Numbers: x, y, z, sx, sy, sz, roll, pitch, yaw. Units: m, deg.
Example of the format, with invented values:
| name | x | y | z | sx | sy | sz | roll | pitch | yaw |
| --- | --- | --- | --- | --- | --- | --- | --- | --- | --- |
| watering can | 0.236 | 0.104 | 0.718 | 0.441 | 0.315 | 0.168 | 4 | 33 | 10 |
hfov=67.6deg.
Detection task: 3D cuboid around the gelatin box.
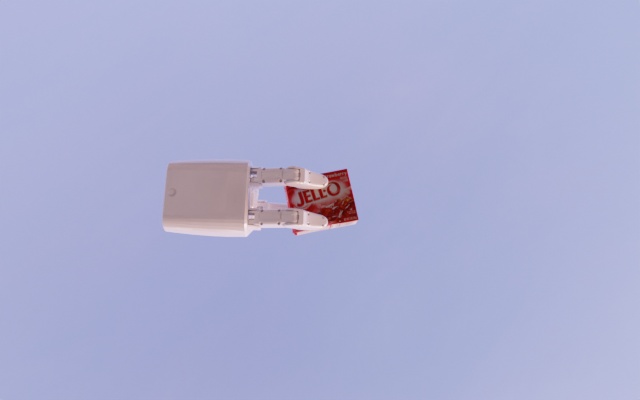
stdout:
| name | x | y | z | sx | sy | sz | roll | pitch | yaw |
| --- | --- | --- | --- | --- | --- | --- | --- | --- | --- |
| gelatin box | 0.000 | 0.002 | 0.642 | 0.089 | 0.073 | 0.030 | -10 | -12 | -8 |
